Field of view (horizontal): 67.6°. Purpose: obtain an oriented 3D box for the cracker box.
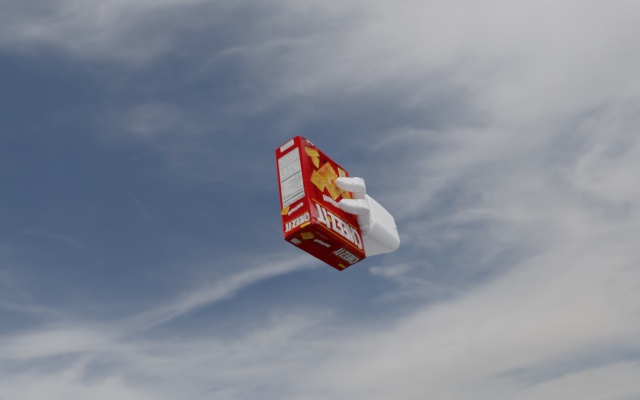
[{"bbox_3d":[0.000,0.003,0.897,0.072,0.213,0.164,-31,-43,25],"label":"cracker box"}]
